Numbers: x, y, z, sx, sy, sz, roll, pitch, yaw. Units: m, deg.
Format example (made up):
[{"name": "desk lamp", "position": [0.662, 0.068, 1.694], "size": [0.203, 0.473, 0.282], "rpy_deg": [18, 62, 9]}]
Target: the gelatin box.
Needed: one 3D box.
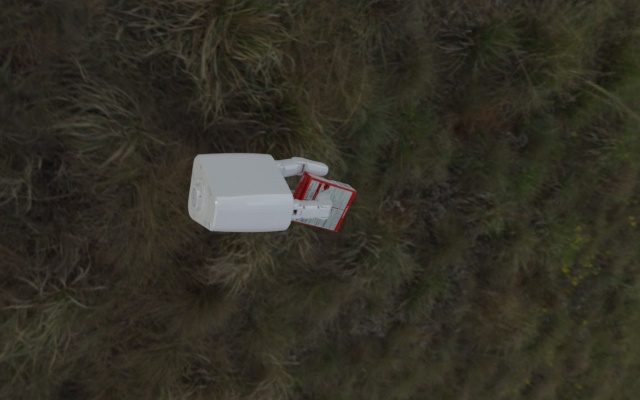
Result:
[{"name": "gelatin box", "position": [0.001, 0.003, 0.726], "size": [0.089, 0.073, 0.030], "rpy_deg": [16, 17, -33]}]
